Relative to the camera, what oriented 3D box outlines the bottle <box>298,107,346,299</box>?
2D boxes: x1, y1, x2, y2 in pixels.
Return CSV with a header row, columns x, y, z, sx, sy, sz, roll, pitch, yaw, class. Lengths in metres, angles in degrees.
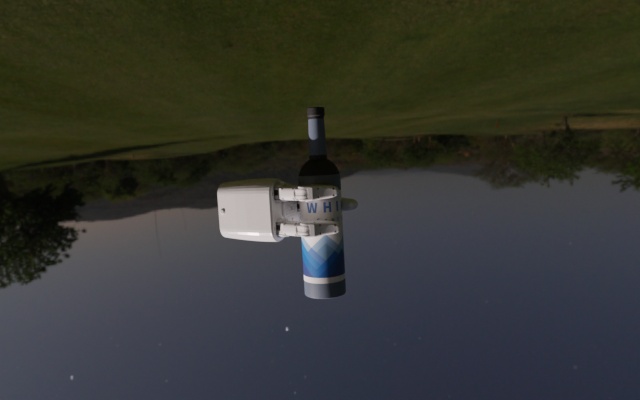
x,y,z,sx,sy,sz,roll,pitch,yaw,class
0.000,0.003,0.754,0.069,0.296,0.069,-3,5,0,bottle
